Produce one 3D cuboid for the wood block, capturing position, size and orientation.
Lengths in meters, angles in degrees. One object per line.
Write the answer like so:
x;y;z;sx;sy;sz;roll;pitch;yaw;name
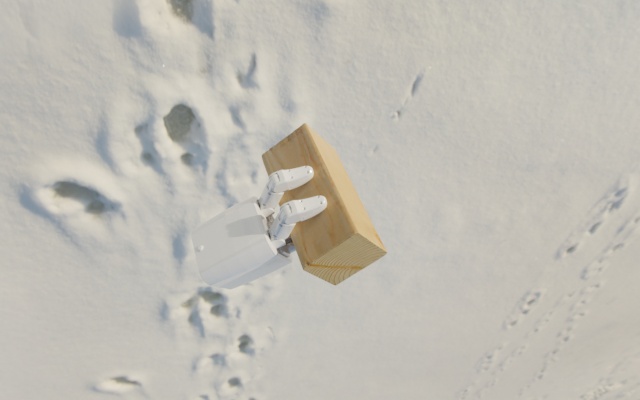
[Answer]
0.000;0.003;0.679;0.090;0.206;0.091;-35;-37;15;wood block
